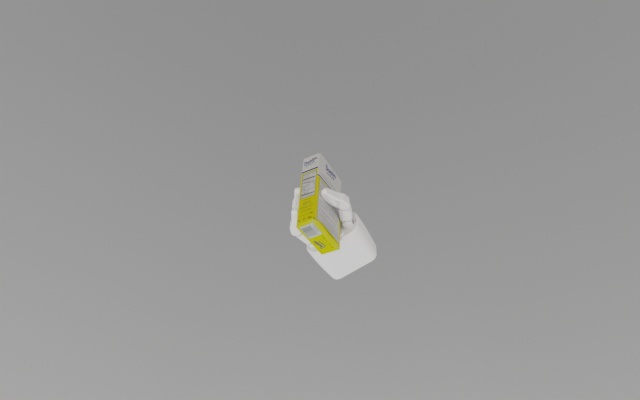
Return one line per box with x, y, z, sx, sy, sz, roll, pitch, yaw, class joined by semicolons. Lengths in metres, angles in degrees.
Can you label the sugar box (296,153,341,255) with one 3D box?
0.000;0.003;0.900;0.048;0.176;0.093;-21;-49;21;sugar box
